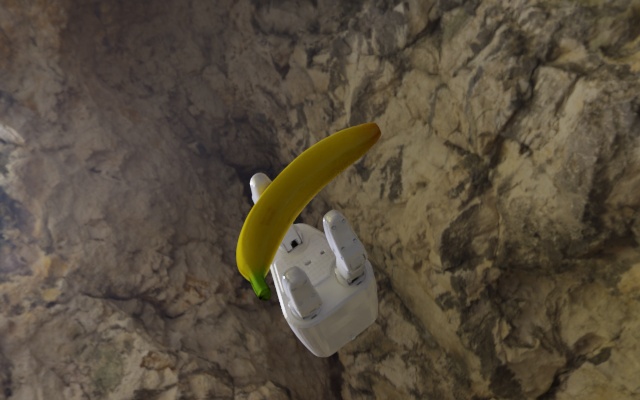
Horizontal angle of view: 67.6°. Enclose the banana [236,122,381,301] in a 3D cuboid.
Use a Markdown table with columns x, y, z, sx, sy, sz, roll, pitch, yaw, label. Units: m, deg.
| x | y | z | sx | sy | sz | roll | pitch | yaw | label |
| --- | --- | --- | --- | --- | --- | --- | --- | --- | --- |
| -0.017 | -0.001 | 0.420 | 0.069 | 0.197 | 0.037 | 18 | -30 | 28 | banana |
